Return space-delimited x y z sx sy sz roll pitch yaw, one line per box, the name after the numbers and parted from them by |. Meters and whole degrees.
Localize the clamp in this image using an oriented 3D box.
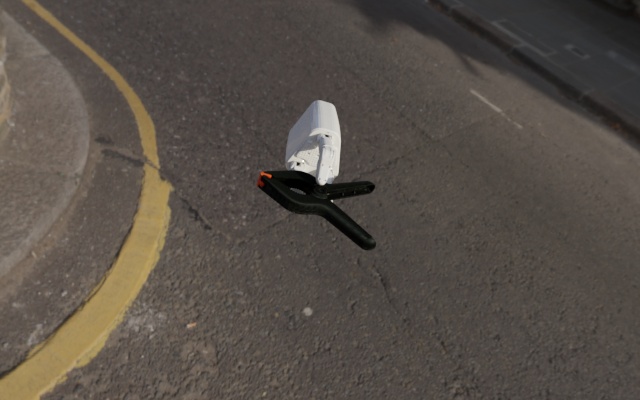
0.000 0.002 0.775 0.210 0.036 0.164 13 37 -13 | clamp
